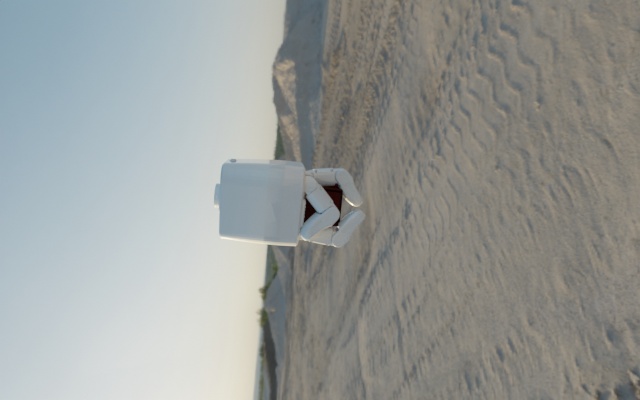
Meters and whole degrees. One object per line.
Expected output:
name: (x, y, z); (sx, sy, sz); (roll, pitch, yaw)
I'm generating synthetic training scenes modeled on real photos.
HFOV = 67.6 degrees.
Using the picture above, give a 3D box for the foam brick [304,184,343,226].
foam brick: (0.000, 0.002, 0.686); (0.051, 0.053, 0.078); (4, 9, -6)
